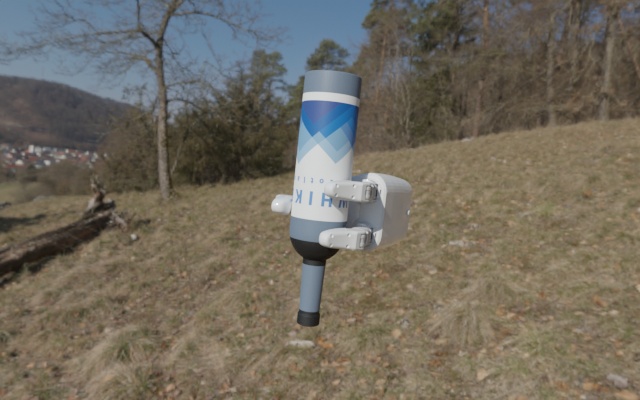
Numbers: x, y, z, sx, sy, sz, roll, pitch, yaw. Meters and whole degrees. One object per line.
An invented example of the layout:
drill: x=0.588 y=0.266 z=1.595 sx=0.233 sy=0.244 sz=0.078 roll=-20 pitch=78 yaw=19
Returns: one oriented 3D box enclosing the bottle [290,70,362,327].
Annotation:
bottle: x=0.000 y=0.002 z=0.564 sx=0.069 sy=0.296 sz=0.069 roll=6 pitch=4 yaw=0
